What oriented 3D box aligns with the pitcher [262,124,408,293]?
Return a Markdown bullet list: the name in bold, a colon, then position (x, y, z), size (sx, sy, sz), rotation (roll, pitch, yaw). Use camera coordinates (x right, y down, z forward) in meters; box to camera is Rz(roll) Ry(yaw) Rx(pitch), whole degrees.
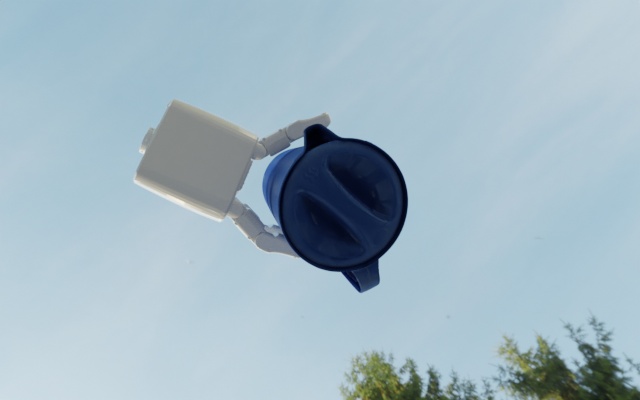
- **pitcher**: position (0.000, 0.002, 0.577), size (0.145, 0.149, 0.243), rotation (22, 1, -15)
